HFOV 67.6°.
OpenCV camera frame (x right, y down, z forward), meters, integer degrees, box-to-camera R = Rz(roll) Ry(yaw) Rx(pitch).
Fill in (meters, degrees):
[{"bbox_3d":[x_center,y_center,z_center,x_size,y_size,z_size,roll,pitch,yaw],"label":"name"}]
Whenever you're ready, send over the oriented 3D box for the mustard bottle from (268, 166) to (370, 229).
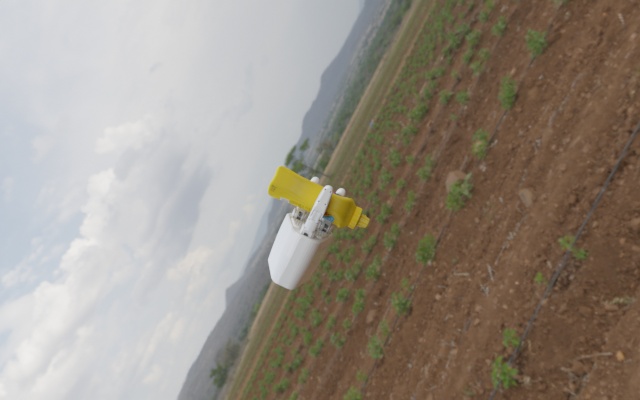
[{"bbox_3d":[0.000,0.002,0.874,0.191,0.058,0.096,25,-11,-1],"label":"mustard bottle"}]
